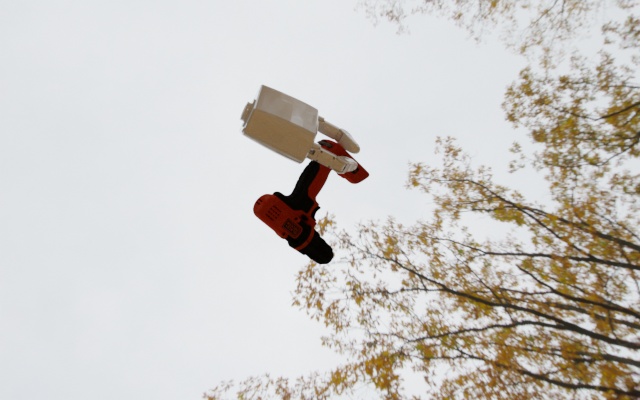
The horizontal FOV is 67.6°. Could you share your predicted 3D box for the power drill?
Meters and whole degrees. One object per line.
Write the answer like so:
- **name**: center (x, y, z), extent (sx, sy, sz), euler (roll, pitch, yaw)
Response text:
- **power drill**: center (0.000, 0.002, 0.832), extent (0.184, 0.187, 0.057), euler (42, -8, -32)
